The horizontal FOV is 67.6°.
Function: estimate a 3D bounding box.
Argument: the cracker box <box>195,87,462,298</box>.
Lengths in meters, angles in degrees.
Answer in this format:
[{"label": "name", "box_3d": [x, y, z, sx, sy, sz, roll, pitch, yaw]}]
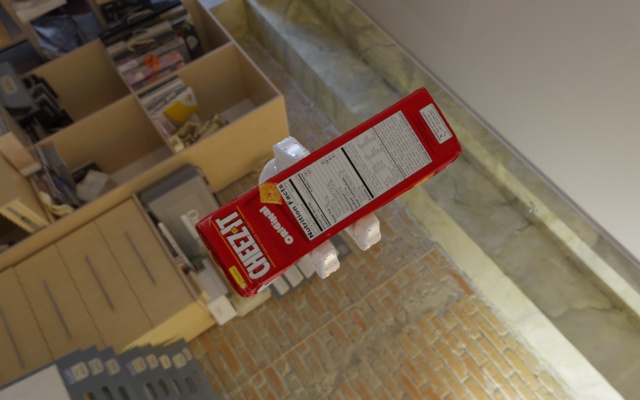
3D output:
[{"label": "cracker box", "box_3d": [0.000, 0.001, 0.435, 0.213, 0.072, 0.164, -33, -1, -14]}]
